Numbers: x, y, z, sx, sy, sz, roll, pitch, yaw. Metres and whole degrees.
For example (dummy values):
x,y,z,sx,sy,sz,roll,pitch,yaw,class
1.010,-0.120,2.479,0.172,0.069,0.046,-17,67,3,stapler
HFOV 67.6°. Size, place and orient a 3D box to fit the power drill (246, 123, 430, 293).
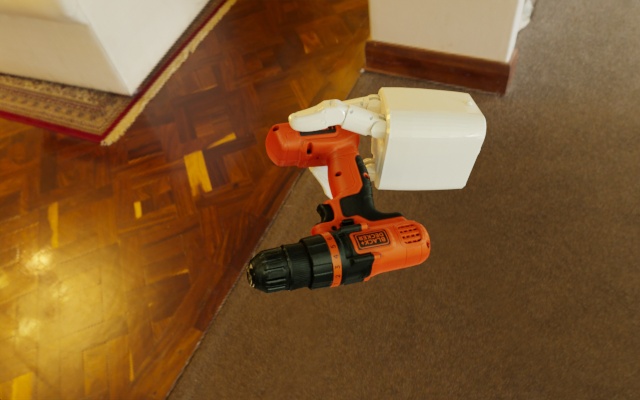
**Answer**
x,y,z,sx,sy,sz,roll,pitch,yaw,class
0.000,0.001,0.498,0.184,0.187,0.057,-8,-32,-19,power drill
